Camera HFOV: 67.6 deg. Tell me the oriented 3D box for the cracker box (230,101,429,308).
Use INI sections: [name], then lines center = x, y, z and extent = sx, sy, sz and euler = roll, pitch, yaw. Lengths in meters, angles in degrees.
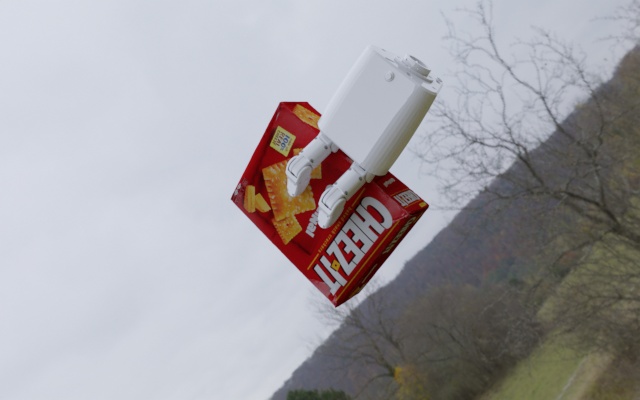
[cracker box]
center = 0.000, 0.002, 0.608
extent = 0.213, 0.164, 0.072
euler = 43, 29, 18
